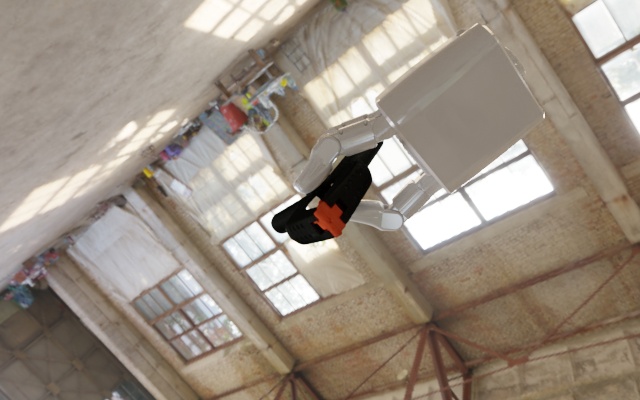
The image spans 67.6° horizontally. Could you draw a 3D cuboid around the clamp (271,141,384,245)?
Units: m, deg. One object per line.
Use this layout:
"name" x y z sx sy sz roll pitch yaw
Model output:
"clamp" 0.001 0.002 0.467 0.164 0.036 0.210 -42 8 14
